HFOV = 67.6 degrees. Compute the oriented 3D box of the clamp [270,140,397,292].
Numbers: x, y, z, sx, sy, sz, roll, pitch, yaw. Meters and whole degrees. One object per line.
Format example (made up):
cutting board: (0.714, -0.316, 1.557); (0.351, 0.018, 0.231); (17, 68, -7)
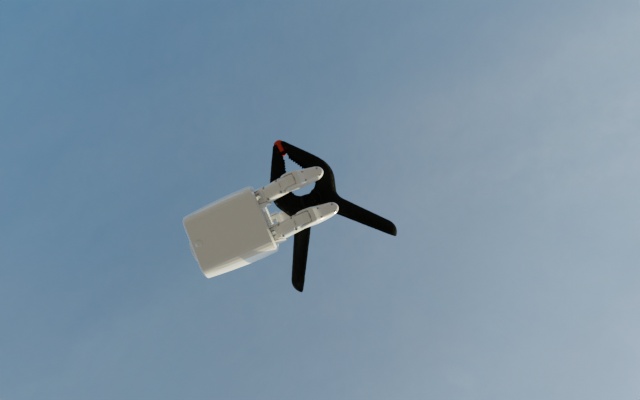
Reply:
clamp: (0.000, 0.002, 0.679); (0.164, 0.210, 0.036); (-23, -9, -4)
